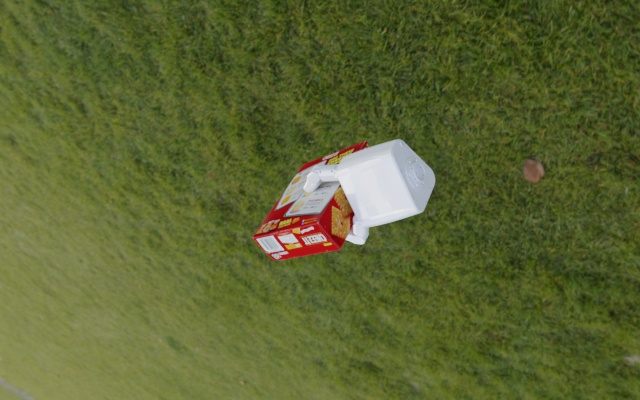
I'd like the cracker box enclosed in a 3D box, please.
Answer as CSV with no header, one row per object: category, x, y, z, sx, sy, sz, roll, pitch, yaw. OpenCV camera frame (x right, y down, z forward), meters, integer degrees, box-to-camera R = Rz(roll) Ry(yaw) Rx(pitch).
cracker box,0.000,0.003,0.847,0.164,0.072,0.213,-16,31,42
